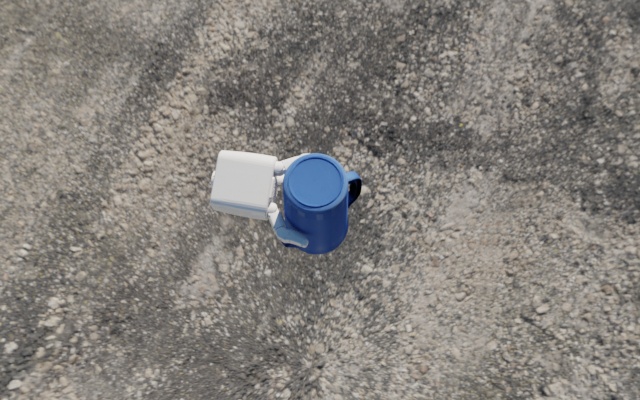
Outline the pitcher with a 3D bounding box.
[{"bbox_3d":[0.000,0.003,0.887,0.145,0.149,0.243,10,-19,3],"label":"pitcher"}]
